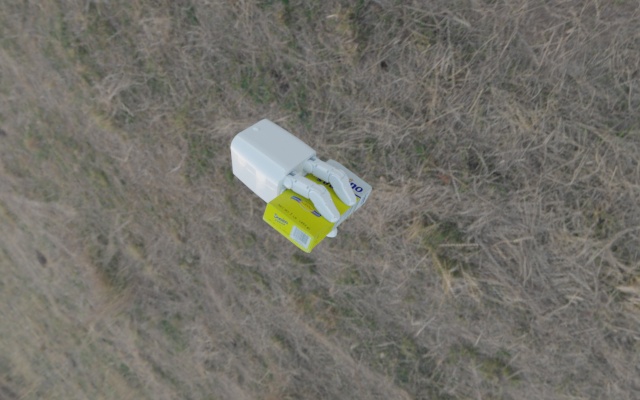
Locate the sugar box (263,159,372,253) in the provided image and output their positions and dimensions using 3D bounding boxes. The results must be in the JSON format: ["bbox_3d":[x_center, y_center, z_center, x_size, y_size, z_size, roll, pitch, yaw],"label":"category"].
[{"bbox_3d":[0.000,0.002,0.772,0.093,0.048,0.176,37,46,14],"label":"sugar box"}]
